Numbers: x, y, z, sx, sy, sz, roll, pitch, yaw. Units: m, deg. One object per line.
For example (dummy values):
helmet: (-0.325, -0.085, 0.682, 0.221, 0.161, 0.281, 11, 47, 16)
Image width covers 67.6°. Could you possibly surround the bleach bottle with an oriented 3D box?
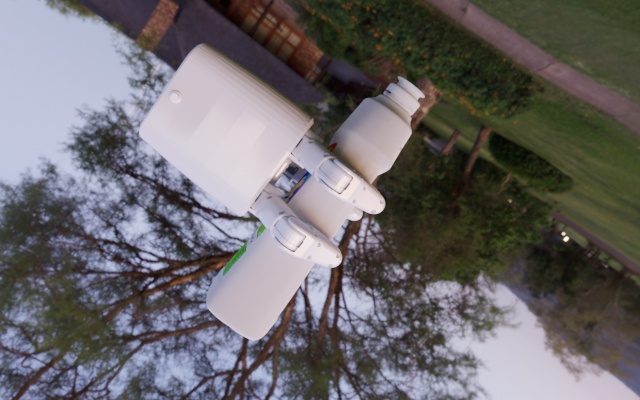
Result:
bleach bottle: (0.000, 0.001, 0.425, 0.068, 0.251, 0.102, 37, 9, -5)
